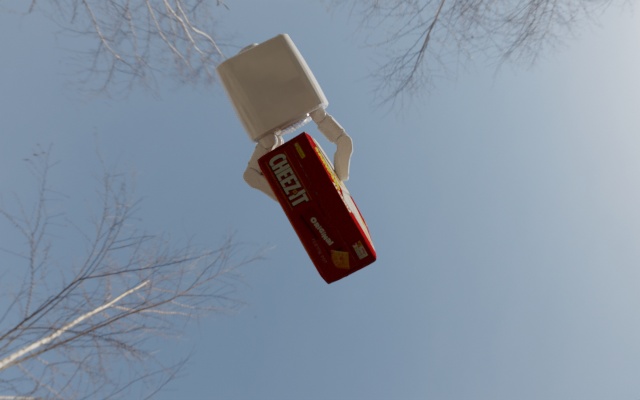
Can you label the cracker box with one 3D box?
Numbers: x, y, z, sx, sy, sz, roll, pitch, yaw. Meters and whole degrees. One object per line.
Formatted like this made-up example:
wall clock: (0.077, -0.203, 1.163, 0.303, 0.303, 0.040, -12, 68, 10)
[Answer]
cracker box: (0.000, 0.002, 0.625, 0.072, 0.164, 0.213, -30, 3, 6)
